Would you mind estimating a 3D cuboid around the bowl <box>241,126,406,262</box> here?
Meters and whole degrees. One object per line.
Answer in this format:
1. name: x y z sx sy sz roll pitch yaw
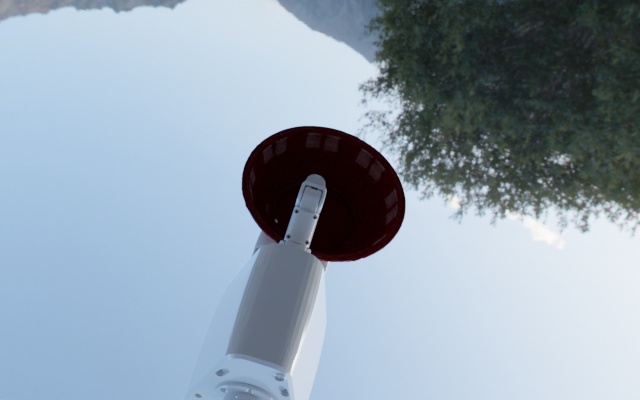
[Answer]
1. bowl: 0.001 0.001 0.480 0.162 0.162 0.055 0 -34 -15
